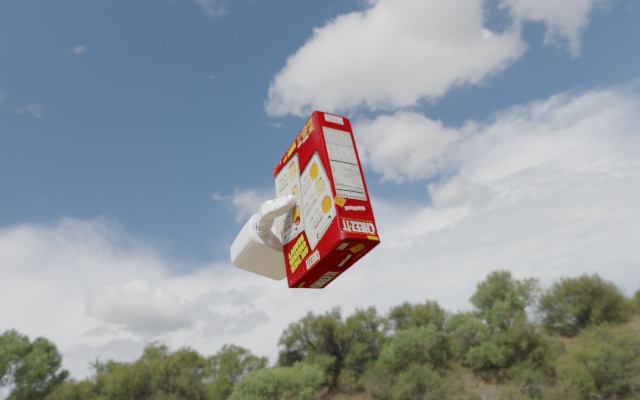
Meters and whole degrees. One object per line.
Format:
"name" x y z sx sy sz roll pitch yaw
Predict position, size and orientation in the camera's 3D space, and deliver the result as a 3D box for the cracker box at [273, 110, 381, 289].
"cracker box" 0.000 0.002 0.713 0.072 0.213 0.164 7 -34 -29
